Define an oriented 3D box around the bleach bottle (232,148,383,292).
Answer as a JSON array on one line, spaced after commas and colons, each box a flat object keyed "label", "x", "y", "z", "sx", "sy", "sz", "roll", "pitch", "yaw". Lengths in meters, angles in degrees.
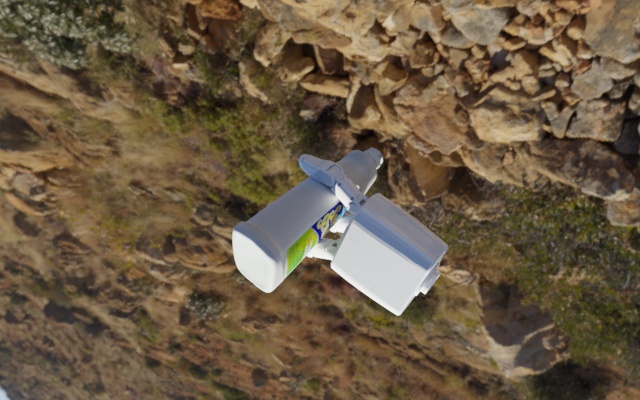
[{"label": "bleach bottle", "x": 0.000, "y": 0.002, "z": 0.612, "sx": 0.068, "sy": 0.103, "sz": 0.250, "roll": 36, "pitch": 56, "yaw": 19}]
